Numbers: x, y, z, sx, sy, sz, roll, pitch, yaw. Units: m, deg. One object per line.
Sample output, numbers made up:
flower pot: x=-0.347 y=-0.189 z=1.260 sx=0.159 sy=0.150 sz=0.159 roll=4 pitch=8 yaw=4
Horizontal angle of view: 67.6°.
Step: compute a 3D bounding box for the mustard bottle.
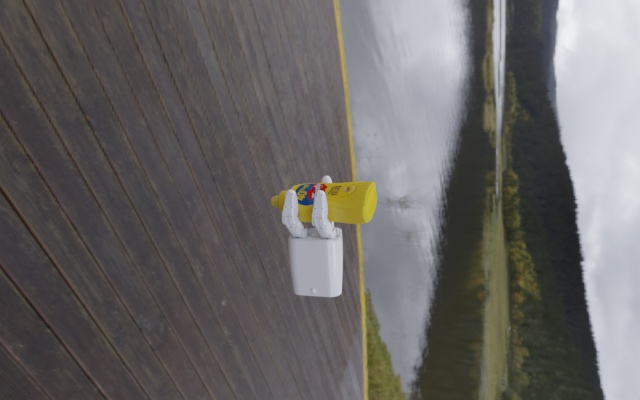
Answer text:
mustard bottle: x=0.000 y=0.003 z=0.863 sx=0.191 sy=0.058 sz=0.096 roll=0 pitch=33 yaw=20
